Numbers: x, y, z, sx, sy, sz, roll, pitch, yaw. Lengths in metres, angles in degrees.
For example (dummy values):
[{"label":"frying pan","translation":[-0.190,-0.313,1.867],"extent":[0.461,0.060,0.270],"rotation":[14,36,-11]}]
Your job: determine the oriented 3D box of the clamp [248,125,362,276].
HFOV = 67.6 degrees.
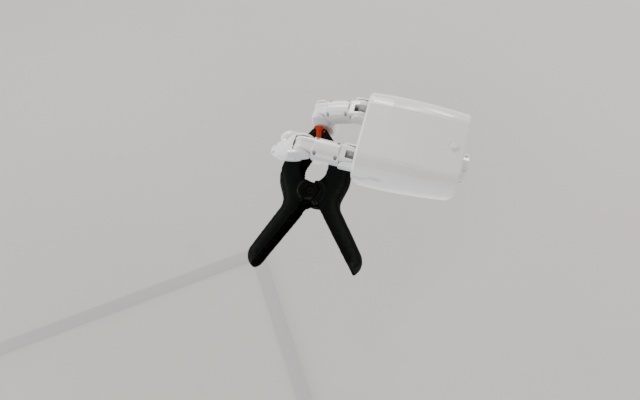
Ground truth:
[{"label":"clamp","translation":[0.000,0.002,0.517],"extent":[0.120,0.171,0.039],"rotation":[13,-16,9]}]
